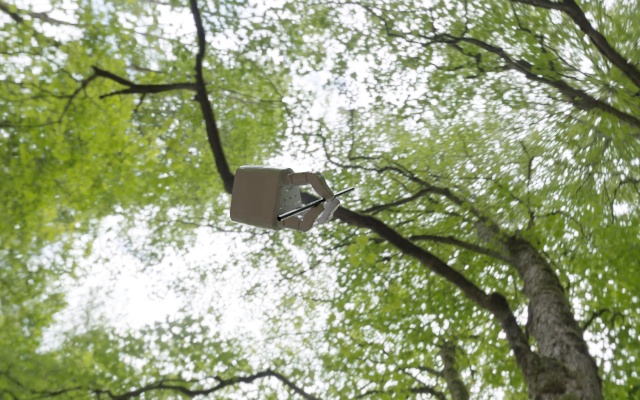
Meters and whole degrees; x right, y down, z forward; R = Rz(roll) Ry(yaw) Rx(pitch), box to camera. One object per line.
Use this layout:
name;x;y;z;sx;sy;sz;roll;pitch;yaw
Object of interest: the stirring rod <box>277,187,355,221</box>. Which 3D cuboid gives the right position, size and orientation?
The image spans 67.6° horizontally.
stirring rod;0.000;0.003;0.807;0.011;0.011;0.239;0;12;31
